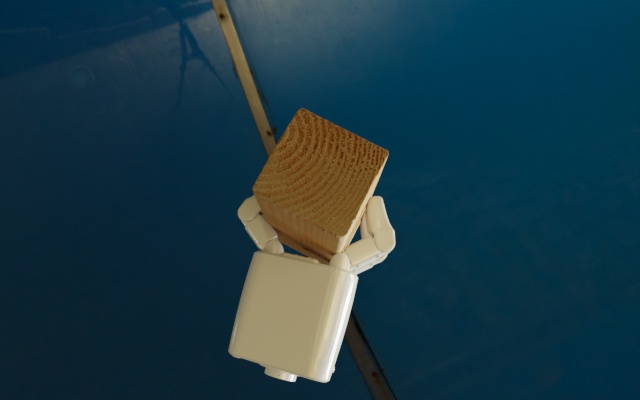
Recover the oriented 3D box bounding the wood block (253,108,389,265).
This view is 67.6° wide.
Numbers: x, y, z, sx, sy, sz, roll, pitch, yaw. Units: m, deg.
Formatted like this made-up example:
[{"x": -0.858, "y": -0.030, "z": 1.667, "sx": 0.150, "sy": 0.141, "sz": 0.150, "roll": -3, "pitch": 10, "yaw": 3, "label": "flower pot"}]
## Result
[{"x": 0.000, "y": 0.002, "z": 0.502, "sx": 0.091, "sy": 0.090, "sz": 0.206, "roll": 27, "pitch": -14, "yaw": 6, "label": "wood block"}]
